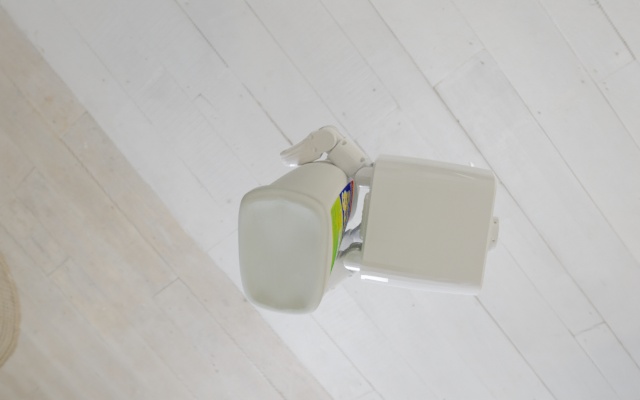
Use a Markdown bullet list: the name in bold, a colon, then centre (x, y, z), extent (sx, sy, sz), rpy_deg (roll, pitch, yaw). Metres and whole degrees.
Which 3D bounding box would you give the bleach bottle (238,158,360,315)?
- **bleach bottle**: centre (0.000, 0.002, 0.452), extent (0.068, 0.103, 0.250), rpy_deg (7, 20, 11)
